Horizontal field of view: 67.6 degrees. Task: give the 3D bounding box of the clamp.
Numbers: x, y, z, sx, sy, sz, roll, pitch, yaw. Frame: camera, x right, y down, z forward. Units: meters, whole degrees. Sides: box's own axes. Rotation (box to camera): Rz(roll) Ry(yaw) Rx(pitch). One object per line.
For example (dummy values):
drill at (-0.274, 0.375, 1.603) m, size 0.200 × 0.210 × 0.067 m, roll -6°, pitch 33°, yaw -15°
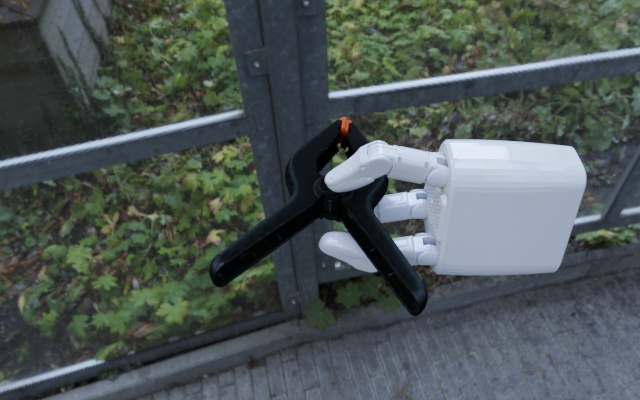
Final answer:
clamp at (0.000, 0.000, 0.416) m, size 0.164 × 0.209 × 0.036 m, roll 3°, pitch -43°, yaw -1°
